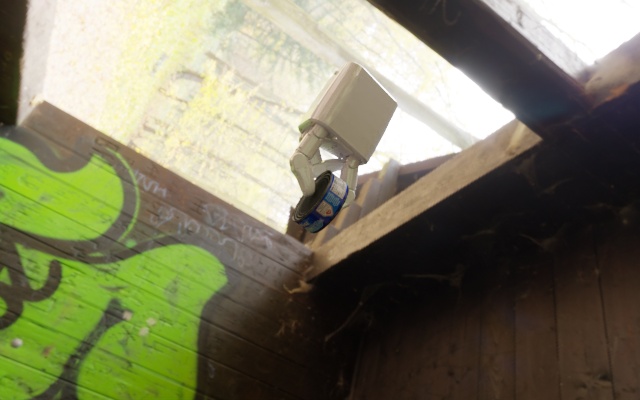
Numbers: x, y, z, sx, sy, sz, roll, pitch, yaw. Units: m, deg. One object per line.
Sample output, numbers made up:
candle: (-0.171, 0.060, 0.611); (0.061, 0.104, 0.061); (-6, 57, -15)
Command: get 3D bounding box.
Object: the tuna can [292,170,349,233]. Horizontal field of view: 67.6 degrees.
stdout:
tuna can: (0.001, 0.003, 0.655); (0.034, 0.086, 0.086); (37, -12, -16)
